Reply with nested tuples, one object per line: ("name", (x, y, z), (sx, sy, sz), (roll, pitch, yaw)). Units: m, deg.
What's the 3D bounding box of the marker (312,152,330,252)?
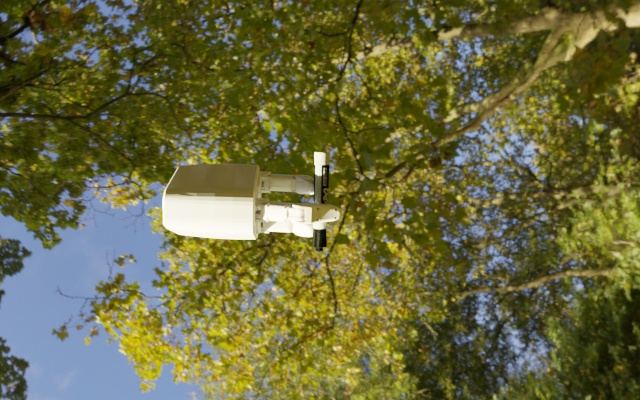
("marker", (0.000, 0.002, 0.579), (0.020, 0.121, 0.020), (2, 6, 0))
